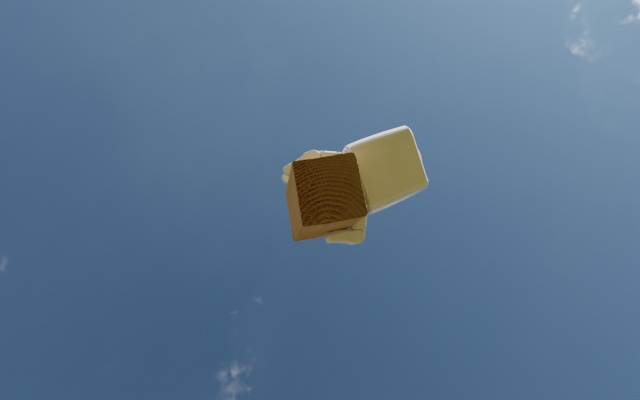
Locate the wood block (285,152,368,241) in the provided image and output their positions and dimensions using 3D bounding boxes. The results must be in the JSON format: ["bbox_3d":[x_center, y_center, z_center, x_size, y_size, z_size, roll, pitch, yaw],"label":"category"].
[{"bbox_3d":[0.001,0.003,0.726,0.090,0.091,0.206,-9,-9,-8],"label":"wood block"}]
